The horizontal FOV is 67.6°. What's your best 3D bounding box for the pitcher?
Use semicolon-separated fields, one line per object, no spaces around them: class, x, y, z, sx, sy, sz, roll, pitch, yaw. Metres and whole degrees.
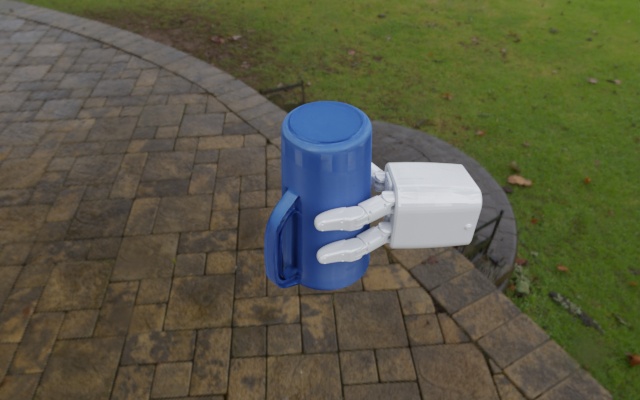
pitcher;0.000;0.002;0.632;0.145;0.243;0.149;0;42;1
